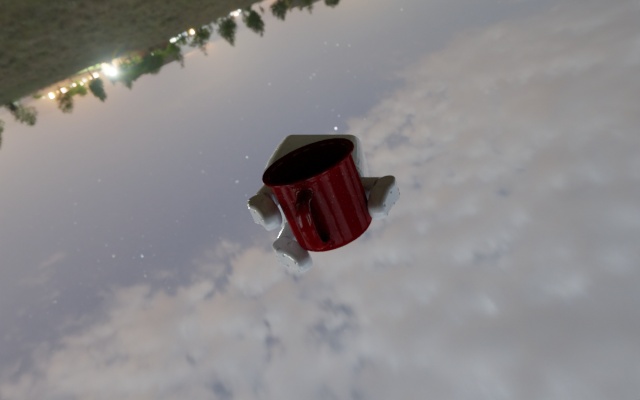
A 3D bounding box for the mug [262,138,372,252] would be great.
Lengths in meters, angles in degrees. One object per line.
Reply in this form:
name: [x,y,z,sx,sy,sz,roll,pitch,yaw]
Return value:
mug: [0.000,0.002,0.455,0.093,0.081,0.117,-16,25,15]
